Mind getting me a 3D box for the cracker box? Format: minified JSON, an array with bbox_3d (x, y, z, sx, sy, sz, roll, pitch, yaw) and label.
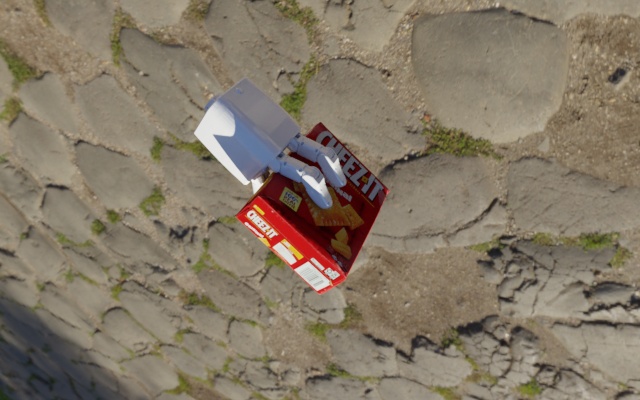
[{"bbox_3d":[0.000,0.002,0.704,0.072,0.164,0.213,-37,13,42],"label":"cracker box"}]
